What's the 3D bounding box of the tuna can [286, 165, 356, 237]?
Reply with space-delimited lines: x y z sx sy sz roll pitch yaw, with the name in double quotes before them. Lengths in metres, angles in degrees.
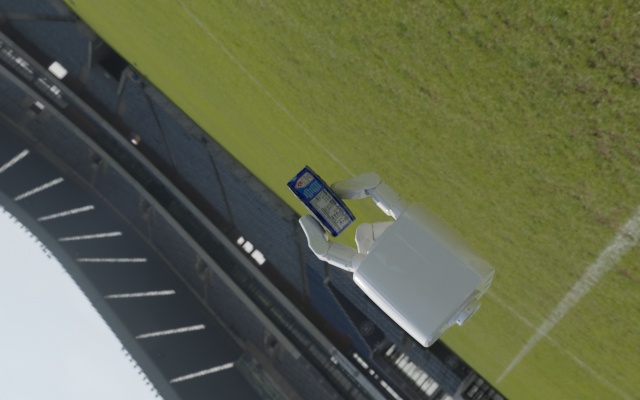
"tuna can" 0.000 0.002 0.551 0.034 0.086 0.086 -43 2 -3
